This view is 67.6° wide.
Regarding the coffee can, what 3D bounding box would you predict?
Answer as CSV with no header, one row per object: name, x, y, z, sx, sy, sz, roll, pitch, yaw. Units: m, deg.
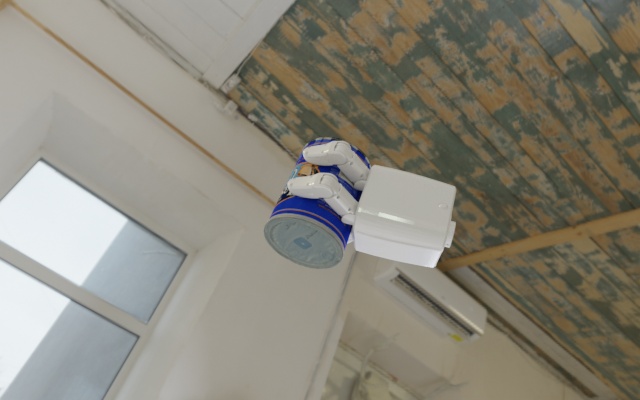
coffee can,0.000,0.002,0.619,0.103,0.140,0.103,14,-37,11
